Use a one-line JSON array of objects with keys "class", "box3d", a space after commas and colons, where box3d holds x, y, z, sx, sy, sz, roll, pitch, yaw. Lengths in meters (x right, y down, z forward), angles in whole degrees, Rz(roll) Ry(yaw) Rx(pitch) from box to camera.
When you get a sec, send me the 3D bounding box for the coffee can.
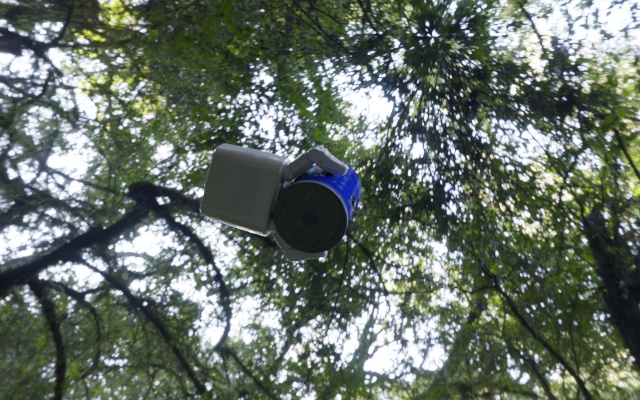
[{"class": "coffee can", "box3d": [0.000, 0.002, 0.701, 0.103, 0.103, 0.140, 0, 19, 13]}]
